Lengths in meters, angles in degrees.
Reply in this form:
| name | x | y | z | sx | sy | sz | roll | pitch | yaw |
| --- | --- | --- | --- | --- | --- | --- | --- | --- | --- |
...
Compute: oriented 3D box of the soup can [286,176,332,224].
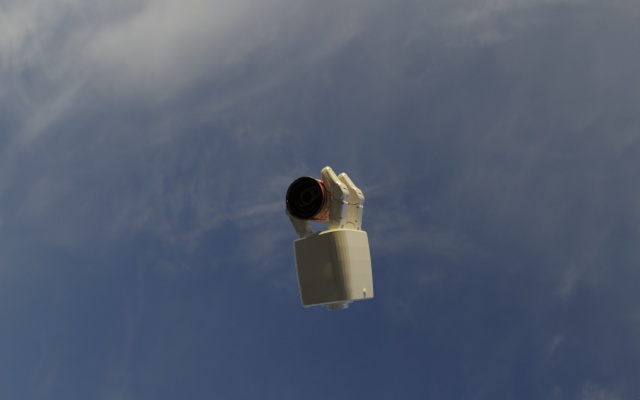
| name | x | y | z | sx | sy | sz | roll | pitch | yaw |
| --- | --- | --- | --- | --- | --- | --- | --- | --- | --- |
| soup can | 0.000 | 0.002 | 0.771 | 0.068 | 0.068 | 0.102 | 0 | -7 | 30 |
